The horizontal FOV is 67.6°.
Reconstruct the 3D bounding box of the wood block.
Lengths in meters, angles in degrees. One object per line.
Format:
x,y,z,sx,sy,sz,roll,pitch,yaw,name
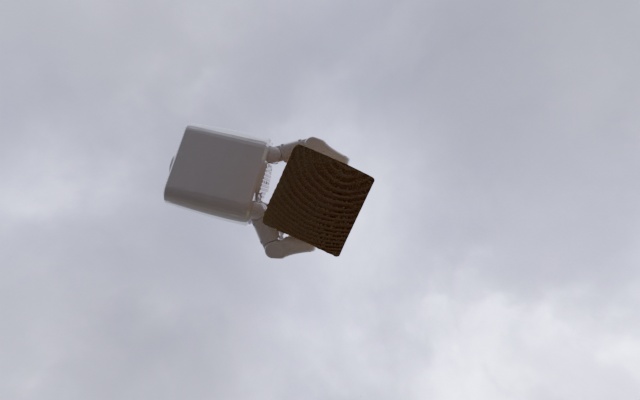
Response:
0.000,0.001,0.580,0.090,0.091,0.206,24,0,2,wood block
